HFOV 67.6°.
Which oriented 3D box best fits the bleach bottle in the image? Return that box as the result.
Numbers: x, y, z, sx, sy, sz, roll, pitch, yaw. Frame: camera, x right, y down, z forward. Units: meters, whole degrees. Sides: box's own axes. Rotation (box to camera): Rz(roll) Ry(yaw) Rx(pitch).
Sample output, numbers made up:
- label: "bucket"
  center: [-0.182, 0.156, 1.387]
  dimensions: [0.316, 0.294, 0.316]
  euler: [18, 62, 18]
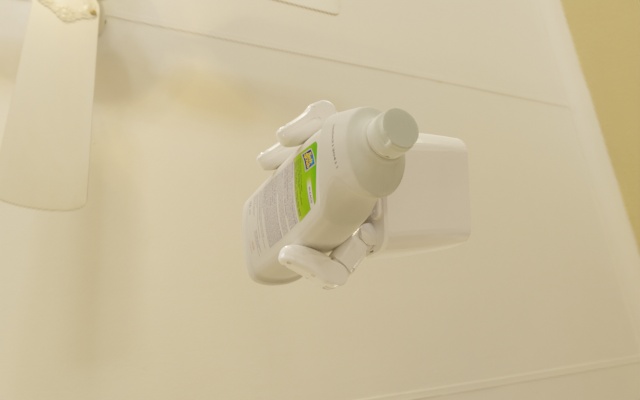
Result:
- label: "bleach bottle"
  center: [0.000, 0.001, 0.411]
  dimensions: [0.068, 0.102, 0.251]
  euler: [-1, -18, -27]
